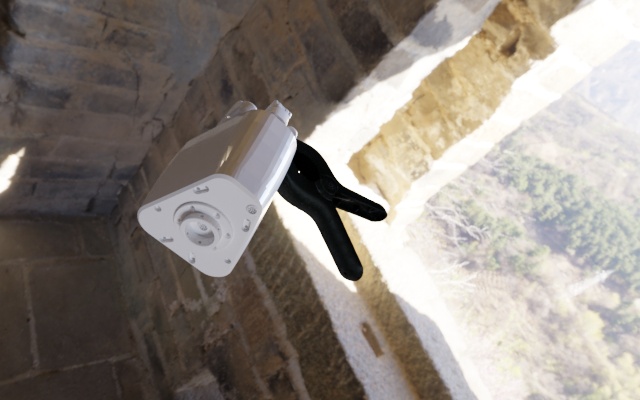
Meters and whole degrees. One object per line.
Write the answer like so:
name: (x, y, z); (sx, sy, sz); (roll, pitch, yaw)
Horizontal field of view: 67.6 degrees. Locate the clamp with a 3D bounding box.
clamp: (0.000, 0.001, 0.494); (0.039, 0.171, 0.120); (-41, 19, 33)
